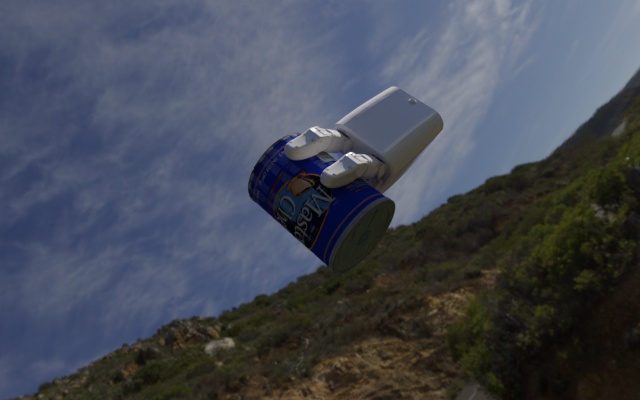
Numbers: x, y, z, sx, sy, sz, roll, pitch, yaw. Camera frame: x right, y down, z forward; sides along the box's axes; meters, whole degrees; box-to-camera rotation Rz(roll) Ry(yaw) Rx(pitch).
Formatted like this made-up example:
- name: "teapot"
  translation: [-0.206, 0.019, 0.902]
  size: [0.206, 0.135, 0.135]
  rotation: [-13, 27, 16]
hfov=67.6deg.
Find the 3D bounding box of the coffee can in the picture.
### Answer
- name: "coffee can"
  translation: [0.000, 0.002, 0.553]
  size: [0.140, 0.103, 0.103]
  rotation: [39, 19, 25]
